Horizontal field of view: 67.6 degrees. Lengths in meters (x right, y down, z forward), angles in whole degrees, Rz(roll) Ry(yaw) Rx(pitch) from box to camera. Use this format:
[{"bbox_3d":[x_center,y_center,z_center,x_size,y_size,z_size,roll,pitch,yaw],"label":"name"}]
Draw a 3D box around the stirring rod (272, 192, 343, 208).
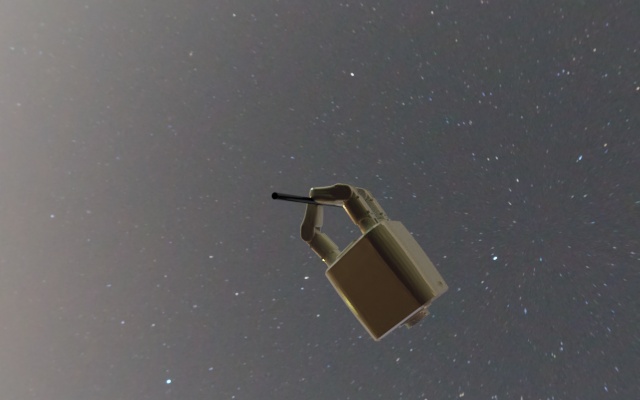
[{"bbox_3d":[0.000,0.002,0.622,0.011,0.011,0.239,0,-3,24],"label":"stirring rod"}]
